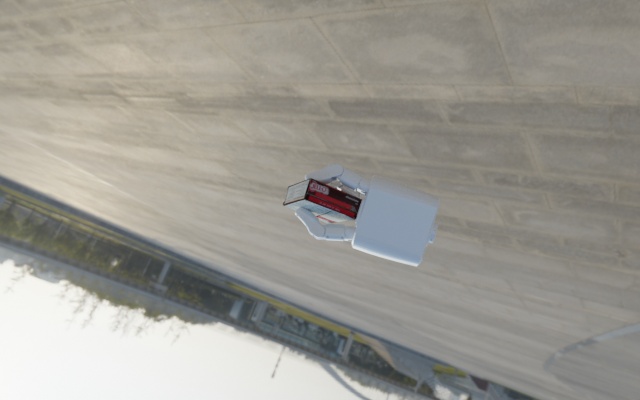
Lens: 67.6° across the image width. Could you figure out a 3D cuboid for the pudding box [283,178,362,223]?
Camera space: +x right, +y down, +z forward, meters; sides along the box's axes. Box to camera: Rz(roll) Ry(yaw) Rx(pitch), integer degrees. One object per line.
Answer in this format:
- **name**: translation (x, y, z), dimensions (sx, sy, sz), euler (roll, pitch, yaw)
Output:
- **pudding box**: translation (0.000, 0.003, 0.751), dimensions (0.090, 0.039, 0.113), euler (23, -15, -18)
